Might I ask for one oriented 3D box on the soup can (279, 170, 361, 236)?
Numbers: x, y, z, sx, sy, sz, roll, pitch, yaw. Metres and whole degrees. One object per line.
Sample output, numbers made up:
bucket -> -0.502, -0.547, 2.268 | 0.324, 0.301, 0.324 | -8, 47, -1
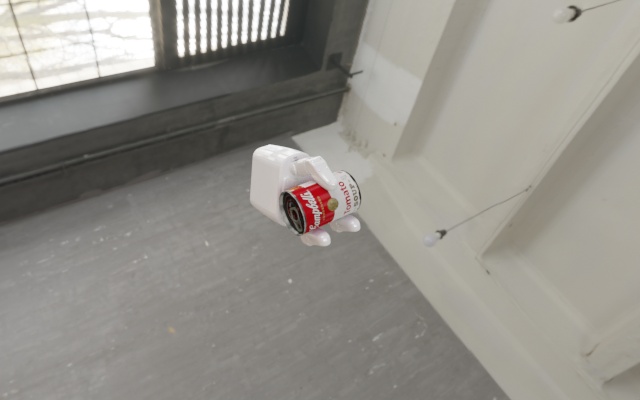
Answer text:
soup can -> 0.001, 0.002, 0.698 | 0.102, 0.068, 0.068 | -22, 11, -28
